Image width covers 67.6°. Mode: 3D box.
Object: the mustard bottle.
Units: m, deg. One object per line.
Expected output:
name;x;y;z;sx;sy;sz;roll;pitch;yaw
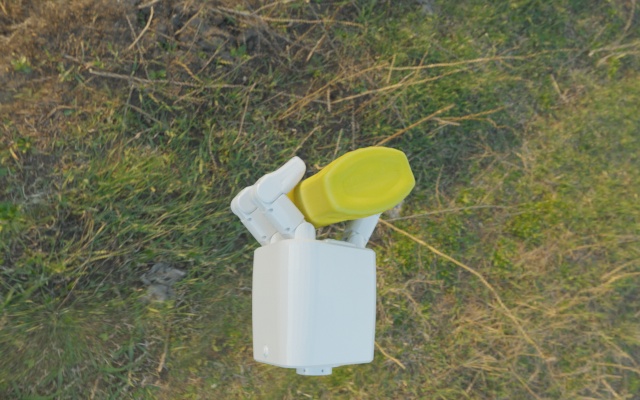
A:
mustard bottle;0.000;0.001;0.481;0.096;0.058;0.192;-20;-2;-31
